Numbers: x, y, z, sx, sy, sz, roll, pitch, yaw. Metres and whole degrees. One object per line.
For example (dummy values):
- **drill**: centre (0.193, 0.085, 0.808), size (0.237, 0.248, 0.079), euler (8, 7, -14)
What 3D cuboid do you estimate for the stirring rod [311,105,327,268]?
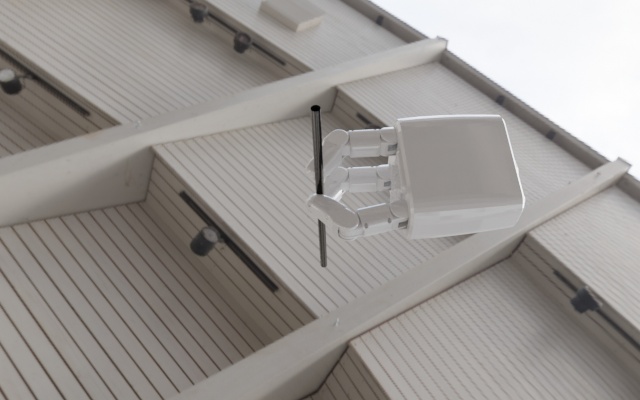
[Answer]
- **stirring rod**: centre (0.000, 0.002, 0.472), size (0.011, 0.011, 0.240), euler (0, -38, 2)
